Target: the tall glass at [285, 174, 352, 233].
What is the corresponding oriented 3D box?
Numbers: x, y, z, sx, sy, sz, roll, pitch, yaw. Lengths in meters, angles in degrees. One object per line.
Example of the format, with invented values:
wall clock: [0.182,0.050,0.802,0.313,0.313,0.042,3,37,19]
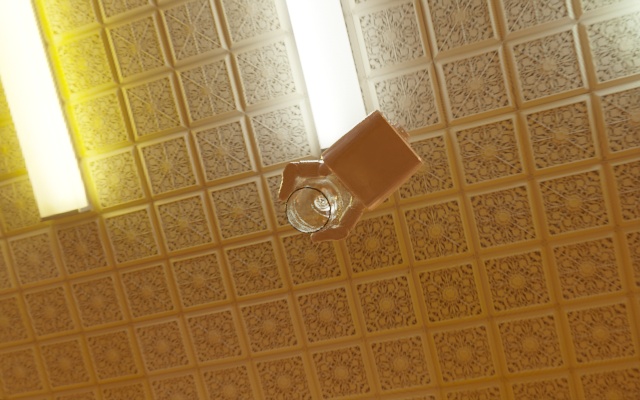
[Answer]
tall glass: [0.000,0.002,0.723,0.079,0.079,0.201,0,6,10]
